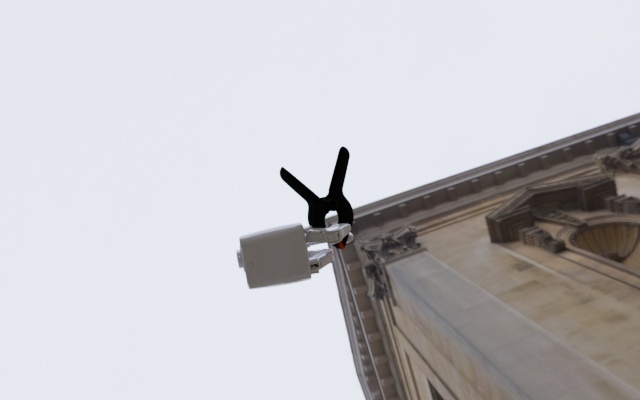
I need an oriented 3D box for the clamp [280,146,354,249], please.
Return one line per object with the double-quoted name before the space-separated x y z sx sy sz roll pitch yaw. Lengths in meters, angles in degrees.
"clamp" 0.000 0.003 0.794 0.120 0.171 0.039 -10 11 -8
